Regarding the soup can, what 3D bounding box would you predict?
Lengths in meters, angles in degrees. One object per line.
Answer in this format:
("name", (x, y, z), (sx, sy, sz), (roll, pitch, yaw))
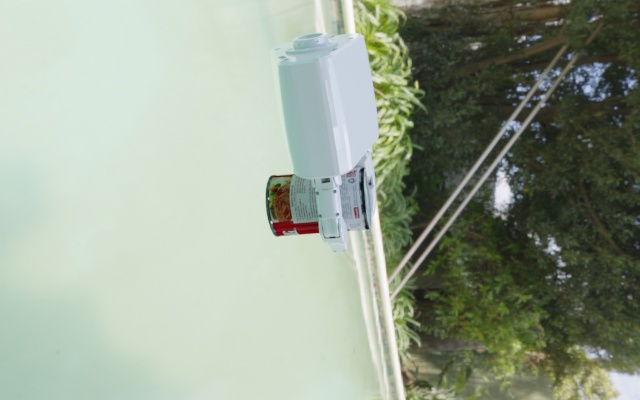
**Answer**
("soup can", (0.000, 0.002, 0.510), (0.102, 0.068, 0.068), (-5, -1, 11))
